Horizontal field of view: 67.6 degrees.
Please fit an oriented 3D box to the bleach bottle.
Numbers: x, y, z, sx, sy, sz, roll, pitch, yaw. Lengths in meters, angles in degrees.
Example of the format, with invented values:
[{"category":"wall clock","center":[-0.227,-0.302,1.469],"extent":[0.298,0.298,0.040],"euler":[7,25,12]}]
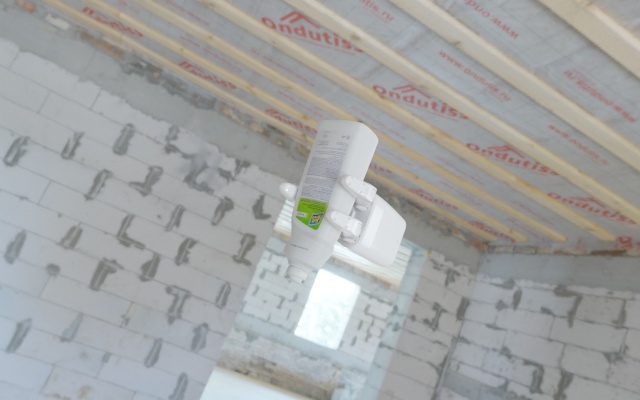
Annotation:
[{"category":"bleach bottle","center":[0.000,0.002,0.722],"extent":[0.102,0.250,0.068],"euler":[10,-17,43]}]
